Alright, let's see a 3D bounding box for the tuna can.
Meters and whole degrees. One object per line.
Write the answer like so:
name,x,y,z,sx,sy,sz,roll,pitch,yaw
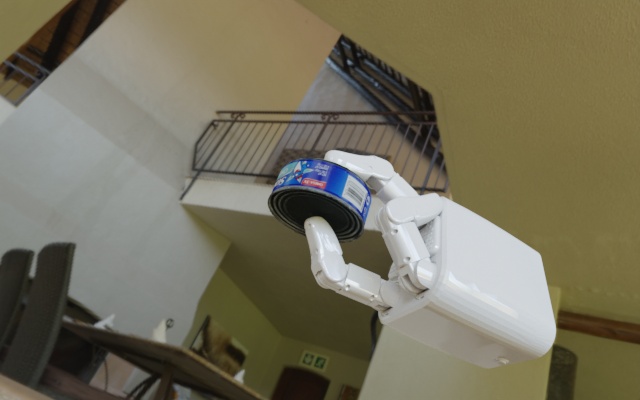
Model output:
tuna can,0.000,0.001,0.414,0.086,0.033,0.086,15,-29,8
